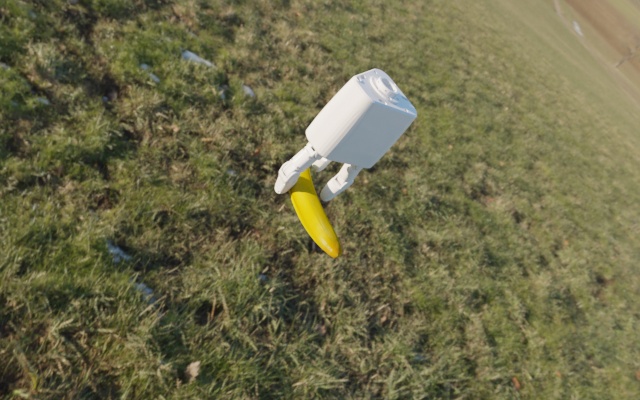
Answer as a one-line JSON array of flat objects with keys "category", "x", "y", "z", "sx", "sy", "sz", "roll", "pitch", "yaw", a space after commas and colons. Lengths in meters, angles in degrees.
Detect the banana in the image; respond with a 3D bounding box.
[{"category": "banana", "x": -0.015, "y": -0.005, "z": 0.708, "sx": 0.070, "sy": 0.197, "sz": 0.037, "roll": 18, "pitch": -50, "yaw": -36}]
